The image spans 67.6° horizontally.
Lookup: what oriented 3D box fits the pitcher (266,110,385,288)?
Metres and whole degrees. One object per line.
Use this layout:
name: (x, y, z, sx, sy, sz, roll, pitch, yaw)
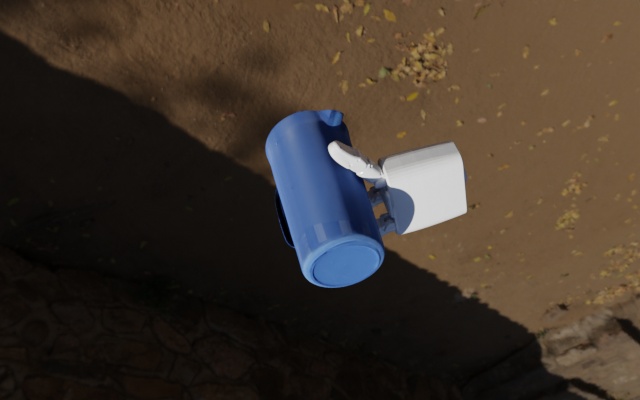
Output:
pitcher: (0.000, 0.002, 0.676, 0.145, 0.242, 0.149, -17, -41, 1)
